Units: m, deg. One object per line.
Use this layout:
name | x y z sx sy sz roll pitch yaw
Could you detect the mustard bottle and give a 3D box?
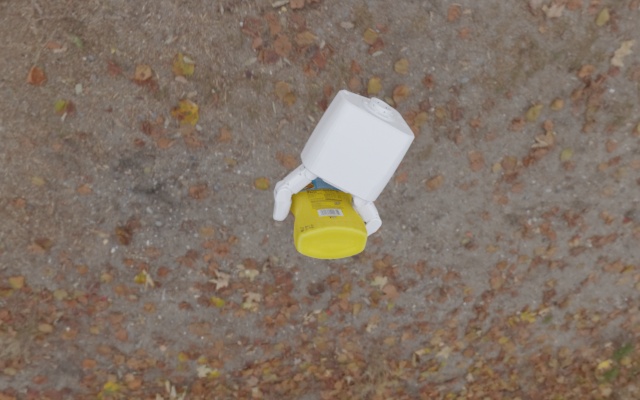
mustard bottle | 0.000 0.003 0.698 0.096 0.058 0.191 -2 36 -11
